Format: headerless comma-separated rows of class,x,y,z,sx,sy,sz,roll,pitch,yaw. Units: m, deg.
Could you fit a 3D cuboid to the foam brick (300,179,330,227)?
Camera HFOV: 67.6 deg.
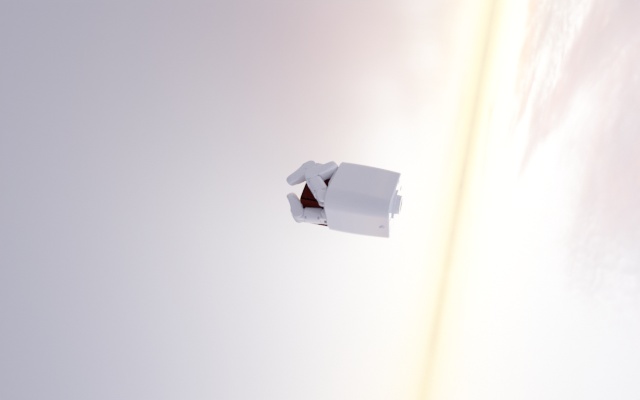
foam brick,0.000,0.003,0.845,0.051,0.053,0.078,10,-33,15
